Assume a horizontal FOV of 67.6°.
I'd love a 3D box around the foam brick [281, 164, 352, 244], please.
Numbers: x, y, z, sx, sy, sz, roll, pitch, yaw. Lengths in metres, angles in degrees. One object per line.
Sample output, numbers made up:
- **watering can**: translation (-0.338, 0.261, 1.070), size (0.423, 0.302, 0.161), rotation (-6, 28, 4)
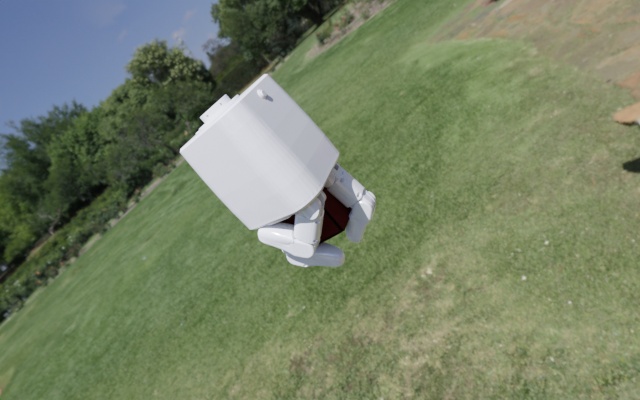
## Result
- **foam brick**: translation (0.000, 0.002, 0.502), size (0.053, 0.051, 0.078), rotation (-31, 19, 33)
